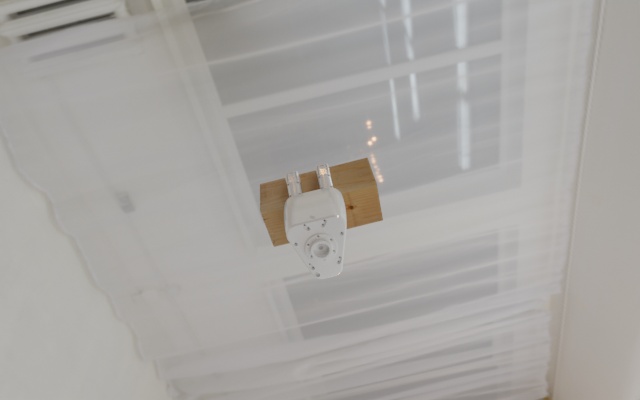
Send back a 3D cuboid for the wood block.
[{"bbox_3d":[0.000,0.003,0.878,0.206,0.091,0.090,-13,37,2],"label":"wood block"}]
